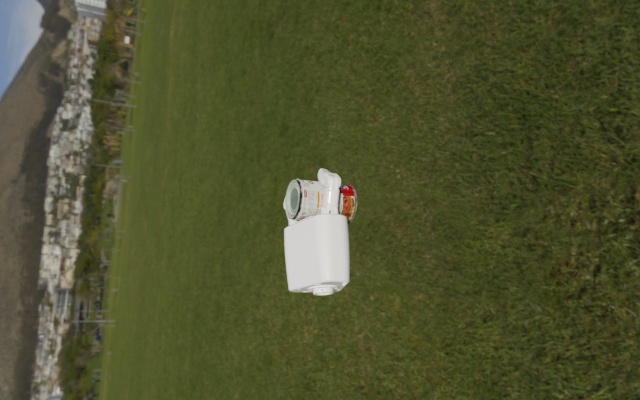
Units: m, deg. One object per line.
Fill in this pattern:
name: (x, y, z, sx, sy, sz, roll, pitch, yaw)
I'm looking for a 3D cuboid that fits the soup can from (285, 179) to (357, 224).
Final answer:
soup can: (0.000, 0.002, 0.794, 0.102, 0.068, 0.068, 5, -2, -24)
